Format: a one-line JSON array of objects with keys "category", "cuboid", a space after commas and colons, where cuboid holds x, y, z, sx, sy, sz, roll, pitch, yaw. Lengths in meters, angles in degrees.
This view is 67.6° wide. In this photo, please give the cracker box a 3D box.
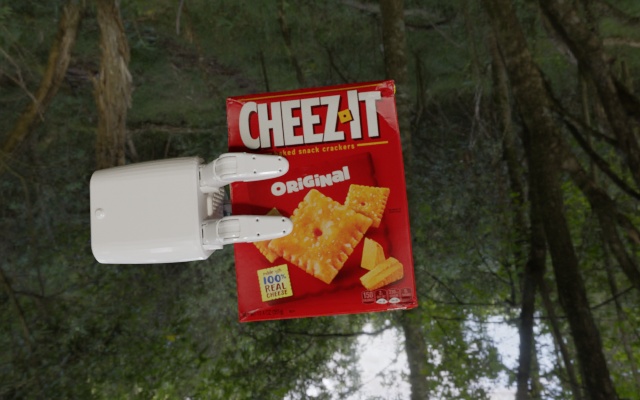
[{"category": "cracker box", "cuboid": [0.000, 0.002, 0.462, 0.164, 0.213, 0.072, -5, -7, 4]}]
